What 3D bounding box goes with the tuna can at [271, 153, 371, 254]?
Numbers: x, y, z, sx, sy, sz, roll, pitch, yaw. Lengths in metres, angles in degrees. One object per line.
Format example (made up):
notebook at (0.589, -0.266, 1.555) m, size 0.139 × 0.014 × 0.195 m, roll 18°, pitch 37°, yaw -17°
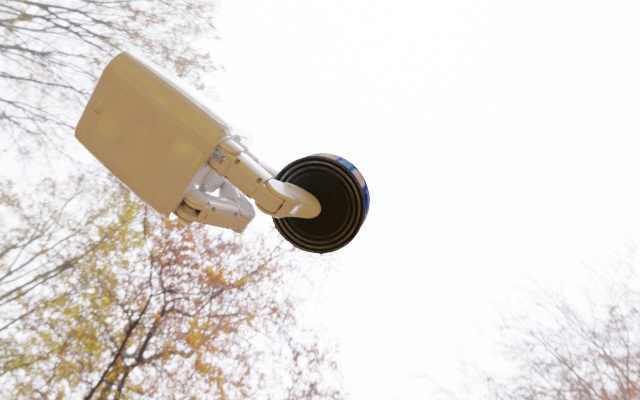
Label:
tuna can at (0.000, 0.001, 0.421) m, size 0.086 × 0.086 × 0.033 m, roll 0°, pitch 12°, yaw 16°
